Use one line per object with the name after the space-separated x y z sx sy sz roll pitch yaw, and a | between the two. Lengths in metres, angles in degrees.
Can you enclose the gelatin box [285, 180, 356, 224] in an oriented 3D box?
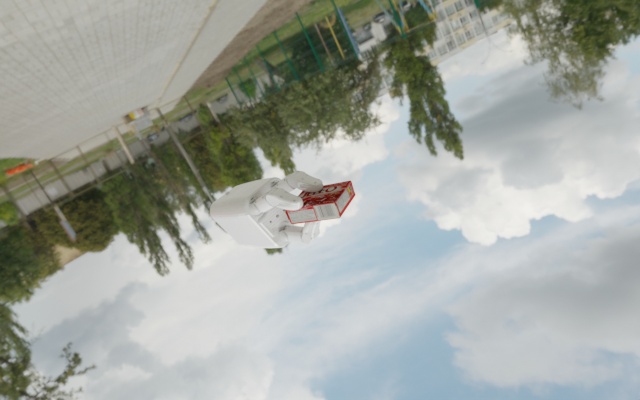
0.001 0.003 0.733 0.089 0.030 0.073 -8 24 29 | gelatin box
